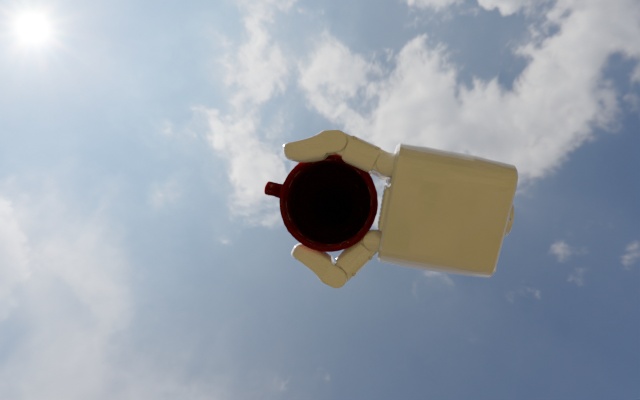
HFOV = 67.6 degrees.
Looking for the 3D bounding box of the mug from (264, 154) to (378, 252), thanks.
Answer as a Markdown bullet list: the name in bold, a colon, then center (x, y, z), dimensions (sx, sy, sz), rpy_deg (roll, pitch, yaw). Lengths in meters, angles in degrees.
- **mug**: center (-0.001, 0.001, 0.487), dimensions (0.117, 0.093, 0.081), rpy_deg (11, -2, 7)
